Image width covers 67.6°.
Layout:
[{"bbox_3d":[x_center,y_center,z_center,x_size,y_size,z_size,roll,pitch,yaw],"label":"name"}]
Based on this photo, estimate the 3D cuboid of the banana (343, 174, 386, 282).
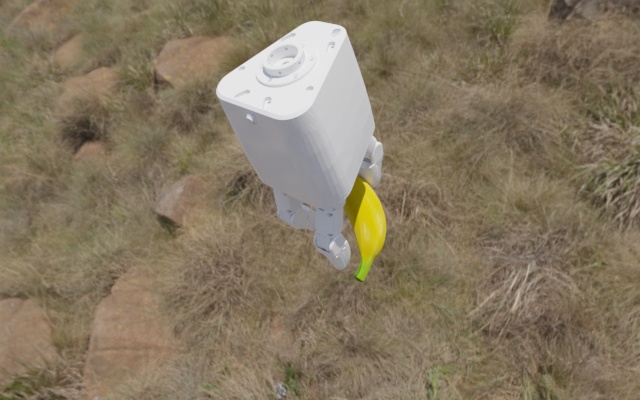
[{"bbox_3d":[0.017,-0.006,0.525,0.069,0.197,0.037,-33,-38,-2],"label":"banana"}]
